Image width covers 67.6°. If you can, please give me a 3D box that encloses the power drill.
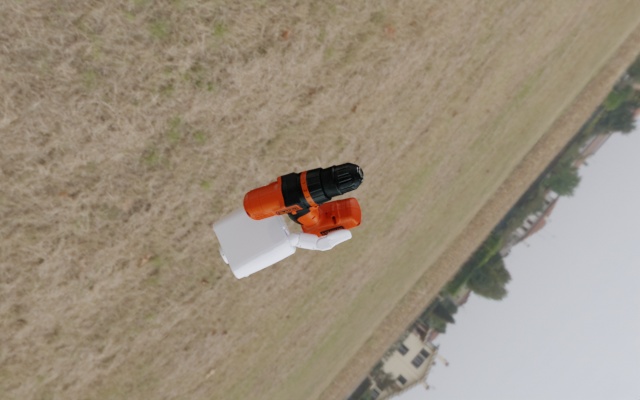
[{"bbox_3d":[0.000,0.003,0.743,0.184,0.057,0.188,-14,-22,19],"label":"power drill"}]
